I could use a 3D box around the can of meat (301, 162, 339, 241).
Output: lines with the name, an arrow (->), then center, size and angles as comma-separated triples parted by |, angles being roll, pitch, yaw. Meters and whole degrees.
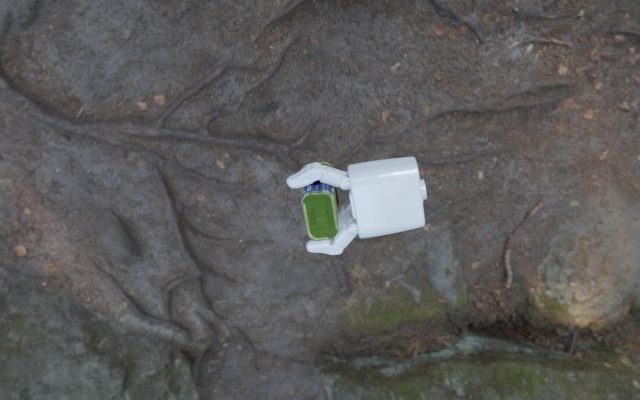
can of meat -> 0.000, 0.003, 0.782 | 0.057, 0.102, 0.084 | -7, 36, 4
